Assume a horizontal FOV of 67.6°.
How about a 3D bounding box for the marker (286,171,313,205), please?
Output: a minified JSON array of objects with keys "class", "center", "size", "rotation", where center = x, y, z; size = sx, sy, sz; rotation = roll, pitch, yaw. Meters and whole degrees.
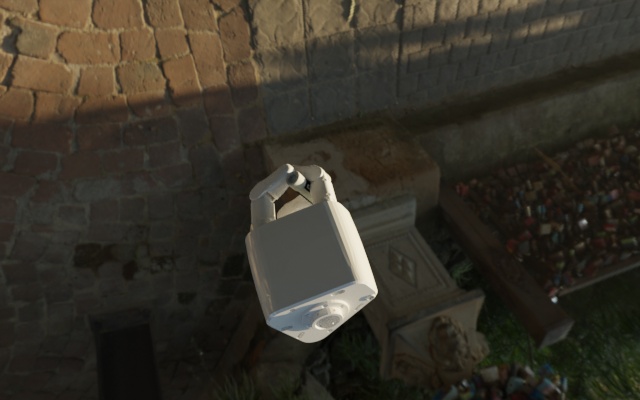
[{"class":"marker","center":[0.000,0.002,0.579],"size":[0.020,0.020,0.121],"rotation":[0,-27,36]}]
